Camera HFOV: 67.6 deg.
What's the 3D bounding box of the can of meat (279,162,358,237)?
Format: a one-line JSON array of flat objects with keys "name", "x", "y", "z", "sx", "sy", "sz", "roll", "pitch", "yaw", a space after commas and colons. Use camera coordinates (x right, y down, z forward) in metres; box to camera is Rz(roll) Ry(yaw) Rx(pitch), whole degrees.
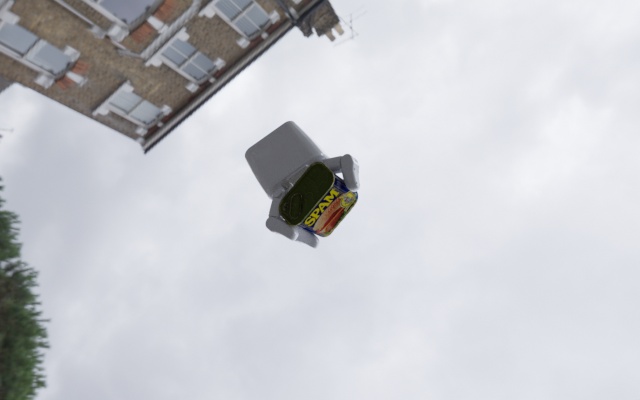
[{"name": "can of meat", "x": 0.000, "y": 0.002, "z": 0.735, "sx": 0.084, "sy": 0.102, "sz": 0.057, "roll": 30, "pitch": 14, "yaw": -51}]
